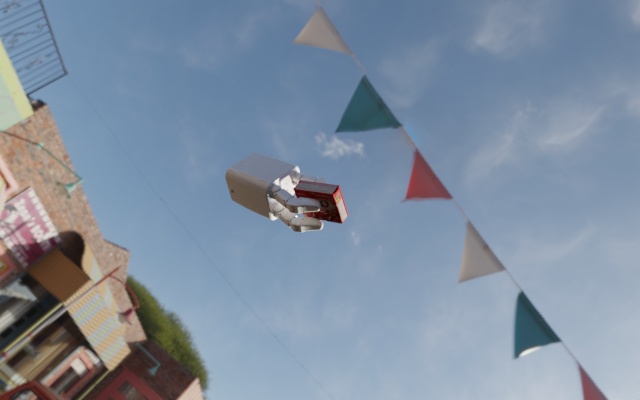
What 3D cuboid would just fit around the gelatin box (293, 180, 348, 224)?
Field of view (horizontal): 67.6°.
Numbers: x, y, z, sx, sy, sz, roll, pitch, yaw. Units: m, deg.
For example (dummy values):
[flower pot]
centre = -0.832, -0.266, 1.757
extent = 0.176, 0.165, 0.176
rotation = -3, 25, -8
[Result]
[gelatin box]
centre = 0.001, 0.003, 0.887
extent = 0.089, 0.073, 0.030
rotation = 9, 45, 31
